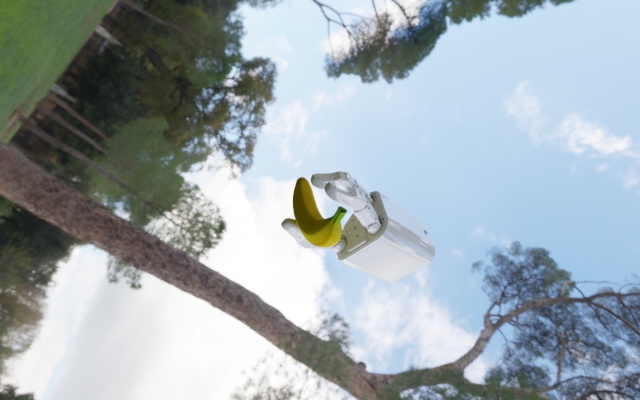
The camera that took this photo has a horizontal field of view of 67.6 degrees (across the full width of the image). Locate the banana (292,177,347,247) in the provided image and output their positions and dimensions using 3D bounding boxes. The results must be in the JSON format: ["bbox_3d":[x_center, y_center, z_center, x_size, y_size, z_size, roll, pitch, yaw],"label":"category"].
[{"bbox_3d":[-0.007,0.020,0.657,0.037,0.069,0.197,22,6,-23],"label":"banana"}]
